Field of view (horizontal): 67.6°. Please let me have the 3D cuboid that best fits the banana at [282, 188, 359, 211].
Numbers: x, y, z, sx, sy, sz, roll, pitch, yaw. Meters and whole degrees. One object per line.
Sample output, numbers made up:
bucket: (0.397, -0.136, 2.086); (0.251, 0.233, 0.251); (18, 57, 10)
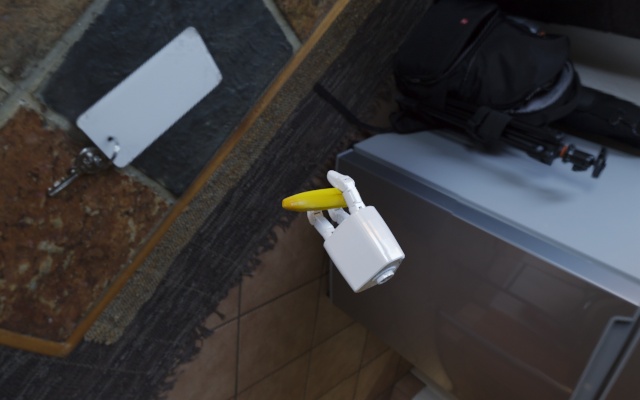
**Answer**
banana: (0.017, -0.001, 0.860); (0.069, 0.037, 0.198); (-15, -5, 35)
